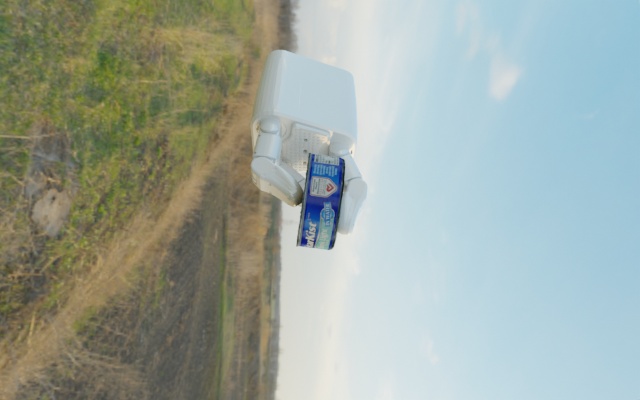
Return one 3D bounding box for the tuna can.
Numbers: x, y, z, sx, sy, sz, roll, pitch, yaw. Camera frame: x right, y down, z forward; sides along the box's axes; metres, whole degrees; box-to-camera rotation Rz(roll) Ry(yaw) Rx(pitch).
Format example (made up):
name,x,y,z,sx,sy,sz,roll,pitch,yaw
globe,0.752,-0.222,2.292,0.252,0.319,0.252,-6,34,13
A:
name,x,y,z,sx,sy,sz,roll,pitch,yaw
tuna can,0.001,0.002,0.432,0.034,0.086,0.086,8,0,-2
